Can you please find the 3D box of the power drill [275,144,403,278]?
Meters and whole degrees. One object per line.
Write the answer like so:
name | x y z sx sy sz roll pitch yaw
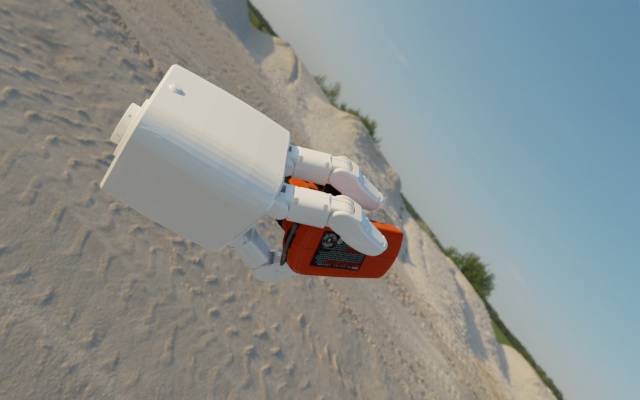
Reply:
power drill | 0.000 0.002 0.476 0.184 0.057 0.187 7 24 -31
